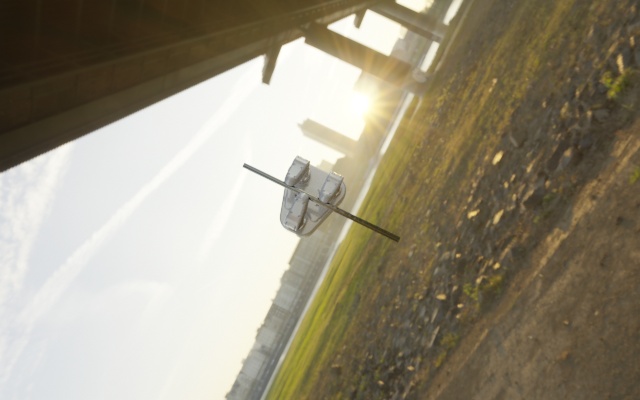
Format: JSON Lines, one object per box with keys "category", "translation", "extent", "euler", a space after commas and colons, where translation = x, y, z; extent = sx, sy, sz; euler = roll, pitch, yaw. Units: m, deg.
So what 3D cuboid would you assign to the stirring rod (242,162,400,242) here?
{"category": "stirring rod", "translation": [0.000, 0.002, 0.664], "extent": [0.239, 0.011, 0.011], "euler": [26, 1, 3]}
